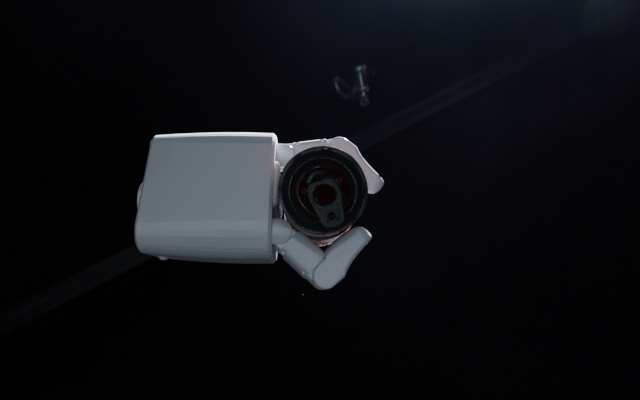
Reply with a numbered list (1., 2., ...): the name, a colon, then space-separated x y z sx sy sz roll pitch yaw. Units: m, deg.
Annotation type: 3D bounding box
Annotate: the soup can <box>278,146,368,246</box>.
1. soup can: 0.001 0.001 0.407 0.068 0.068 0.102 0 -11 -2
